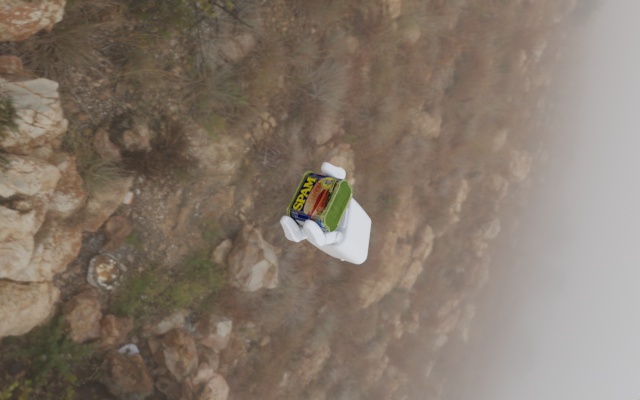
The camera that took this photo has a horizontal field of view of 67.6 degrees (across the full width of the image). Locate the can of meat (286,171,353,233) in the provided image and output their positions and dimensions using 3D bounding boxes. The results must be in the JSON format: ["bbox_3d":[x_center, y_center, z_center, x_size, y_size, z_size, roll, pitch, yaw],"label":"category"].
[{"bbox_3d":[0.000,0.003,0.864,0.084,0.102,0.057,13,-21,36],"label":"can of meat"}]
